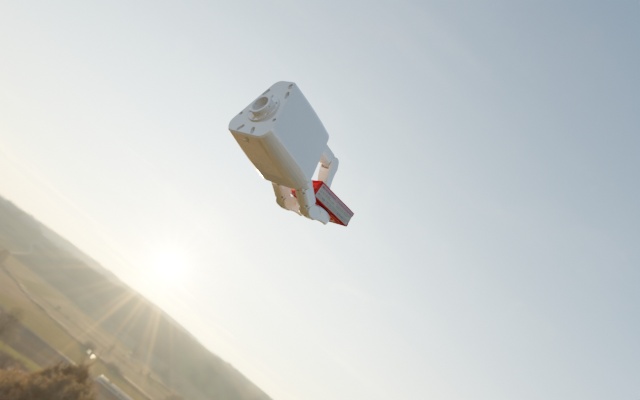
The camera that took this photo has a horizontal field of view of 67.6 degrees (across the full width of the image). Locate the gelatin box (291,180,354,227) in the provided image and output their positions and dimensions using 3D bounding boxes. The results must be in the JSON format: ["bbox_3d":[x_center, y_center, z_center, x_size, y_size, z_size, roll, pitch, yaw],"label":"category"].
[{"bbox_3d":[0.001,0.002,0.764,0.089,0.030,0.073,43,-18,-33],"label":"gelatin box"}]
